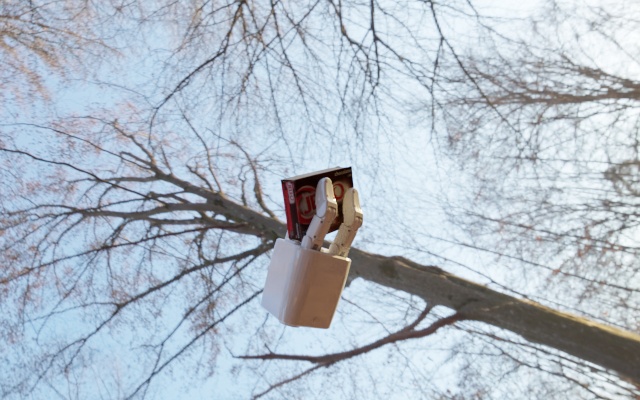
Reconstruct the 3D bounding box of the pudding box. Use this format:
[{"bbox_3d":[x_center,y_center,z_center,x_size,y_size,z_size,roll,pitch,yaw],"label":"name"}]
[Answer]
[{"bbox_3d":[0.000,0.002,0.698,0.113,0.090,0.039,-18,17,-40],"label":"pudding box"}]
